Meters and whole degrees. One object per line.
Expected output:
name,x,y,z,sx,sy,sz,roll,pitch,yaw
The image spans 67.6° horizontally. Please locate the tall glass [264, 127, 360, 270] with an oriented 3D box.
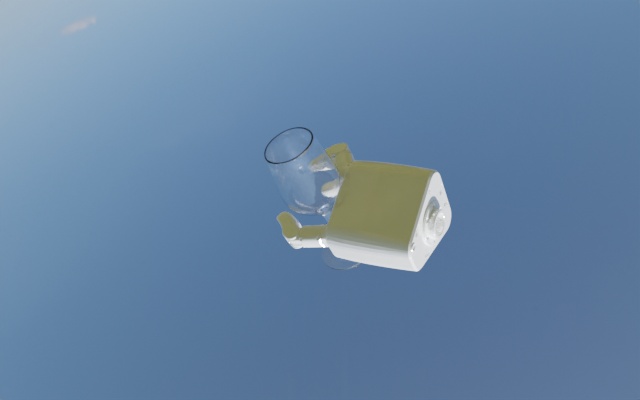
tall glass,0.000,0.002,0.610,0.079,0.079,0.201,0,-41,30
